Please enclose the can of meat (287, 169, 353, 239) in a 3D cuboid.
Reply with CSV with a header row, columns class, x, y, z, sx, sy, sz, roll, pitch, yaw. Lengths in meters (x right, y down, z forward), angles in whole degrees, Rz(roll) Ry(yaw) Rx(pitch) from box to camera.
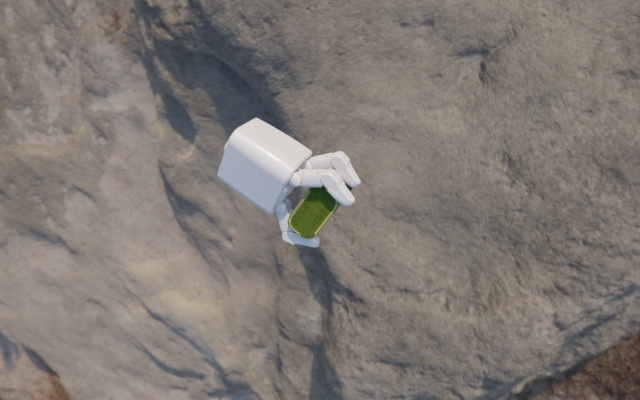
class,x,y,z,sx,sy,sz,roll,pitch,yaw
can of meat,0.000,0.003,0.746,0.057,0.102,0.084,36,30,1
